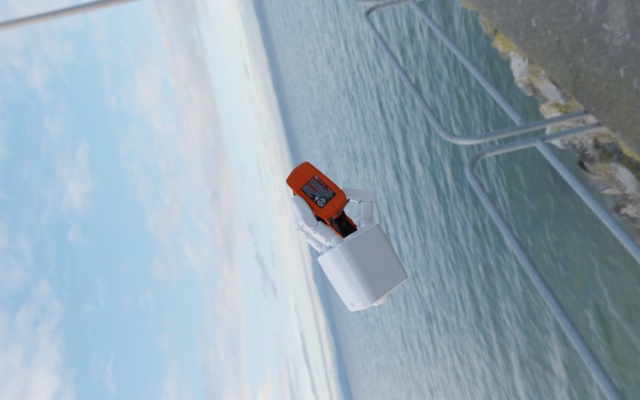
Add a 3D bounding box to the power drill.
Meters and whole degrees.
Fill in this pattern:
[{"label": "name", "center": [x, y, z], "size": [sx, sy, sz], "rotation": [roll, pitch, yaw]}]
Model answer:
[{"label": "power drill", "center": [0.000, 0.003, 0.849], "size": [0.184, 0.057, 0.188], "rotation": [41, -6, 23]}]
